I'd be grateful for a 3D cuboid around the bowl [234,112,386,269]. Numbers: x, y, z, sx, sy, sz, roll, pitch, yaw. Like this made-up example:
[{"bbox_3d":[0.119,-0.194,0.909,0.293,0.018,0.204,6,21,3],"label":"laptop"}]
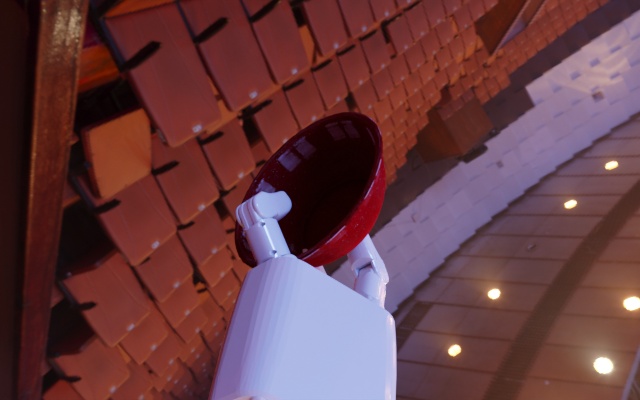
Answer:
[{"bbox_3d":[0.001,0.001,0.421,0.162,0.162,0.055,0,-33,48],"label":"bowl"}]
